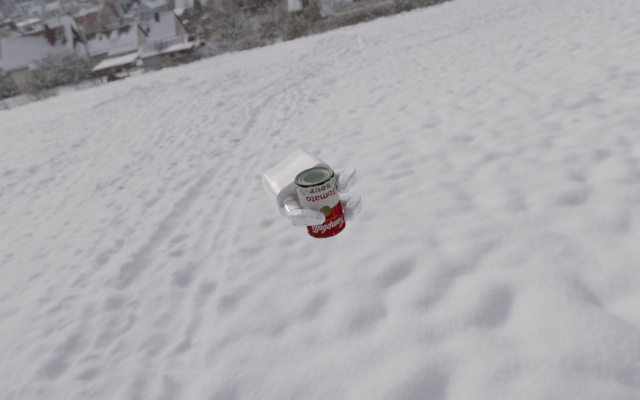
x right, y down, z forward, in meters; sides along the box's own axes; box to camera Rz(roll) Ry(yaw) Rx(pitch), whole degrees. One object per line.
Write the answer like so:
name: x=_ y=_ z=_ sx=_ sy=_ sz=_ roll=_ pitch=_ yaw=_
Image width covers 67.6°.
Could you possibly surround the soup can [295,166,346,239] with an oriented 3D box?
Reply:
soup can: x=0.000 y=0.003 z=0.794 sx=0.068 sy=0.102 sz=0.068 roll=-10 pitch=29 yaw=6
